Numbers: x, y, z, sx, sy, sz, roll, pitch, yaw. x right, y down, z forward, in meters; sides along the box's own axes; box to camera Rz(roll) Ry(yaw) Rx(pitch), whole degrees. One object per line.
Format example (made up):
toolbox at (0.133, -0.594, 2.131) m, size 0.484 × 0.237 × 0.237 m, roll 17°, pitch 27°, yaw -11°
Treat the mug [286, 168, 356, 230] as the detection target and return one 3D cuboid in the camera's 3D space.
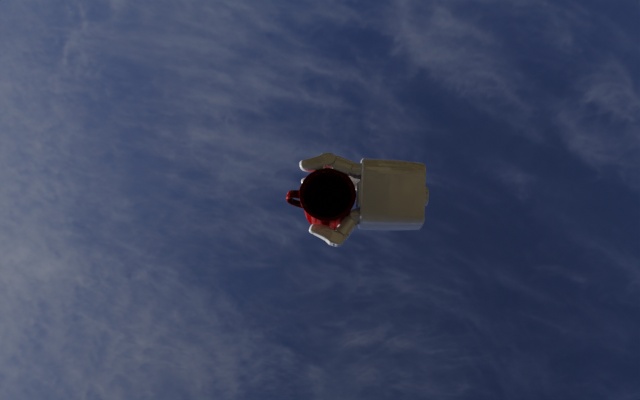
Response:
mug at (-0.001, 0.003, 0.811) m, size 0.117 × 0.093 × 0.081 m, roll 3°, pitch -21°, yaw 2°
